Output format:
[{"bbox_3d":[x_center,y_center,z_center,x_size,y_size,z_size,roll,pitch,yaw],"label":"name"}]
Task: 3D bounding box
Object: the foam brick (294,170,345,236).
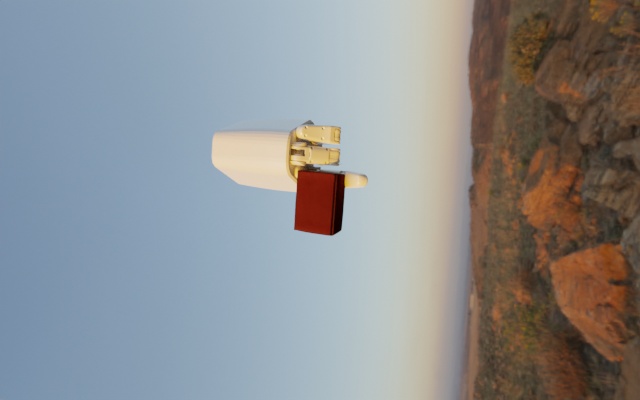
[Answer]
[{"bbox_3d":[0.000,0.002,0.613,0.051,0.078,0.053,5,3,15],"label":"foam brick"}]
